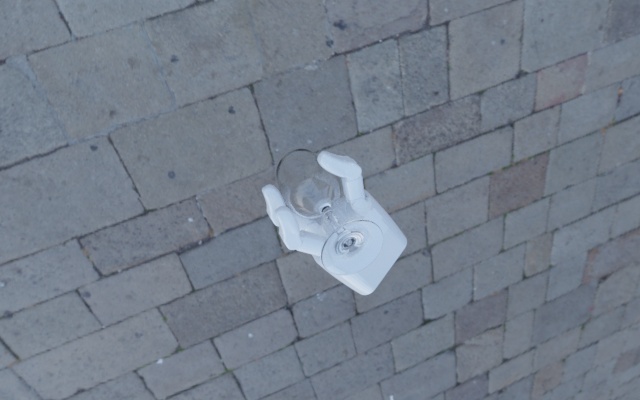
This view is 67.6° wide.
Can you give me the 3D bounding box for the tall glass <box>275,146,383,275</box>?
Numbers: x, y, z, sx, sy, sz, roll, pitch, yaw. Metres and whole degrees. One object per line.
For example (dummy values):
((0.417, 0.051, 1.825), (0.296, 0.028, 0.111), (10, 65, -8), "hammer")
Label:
((0.000, 0.002, 0.597), (0.079, 0.079, 0.201), (0, 31, -25), "tall glass")
